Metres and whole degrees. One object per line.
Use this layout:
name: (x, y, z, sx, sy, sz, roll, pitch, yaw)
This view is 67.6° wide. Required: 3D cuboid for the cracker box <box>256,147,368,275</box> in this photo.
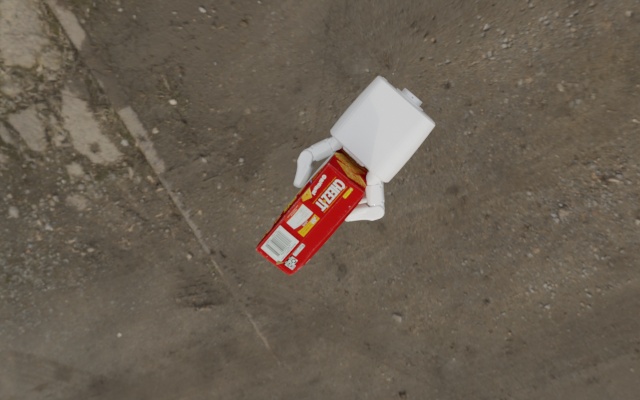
cracker box: (0.000, 0.002, 0.733, 0.072, 0.164, 0.213, 40, 17, -3)
